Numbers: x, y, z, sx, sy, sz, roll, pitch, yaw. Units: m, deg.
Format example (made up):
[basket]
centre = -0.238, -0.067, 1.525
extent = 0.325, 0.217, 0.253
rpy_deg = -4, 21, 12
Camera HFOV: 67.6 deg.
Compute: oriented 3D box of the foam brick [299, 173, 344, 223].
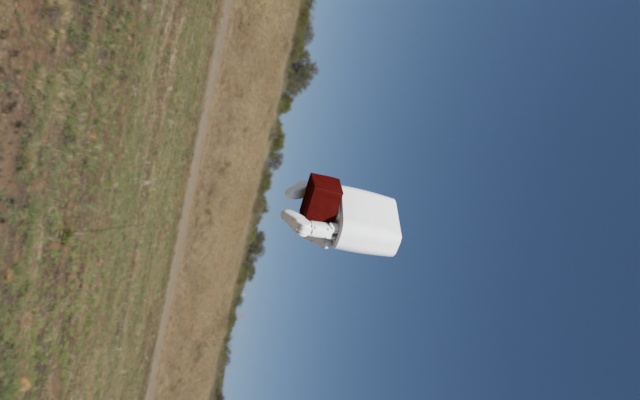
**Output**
[foam brick]
centre = 0.000, 0.002, 0.780
extent = 0.051, 0.078, 0.053
rpy_deg = 11, 27, -12
